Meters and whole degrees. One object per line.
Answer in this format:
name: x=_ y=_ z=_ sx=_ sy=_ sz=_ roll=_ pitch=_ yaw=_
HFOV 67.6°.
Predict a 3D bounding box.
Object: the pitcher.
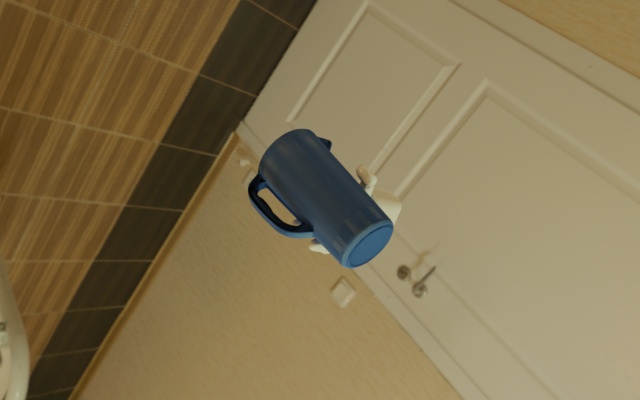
pitcher: x=0.000 y=0.003 z=0.812 sx=0.145 sy=0.149 sz=0.242 roll=8 pitch=34 yaw=-53
